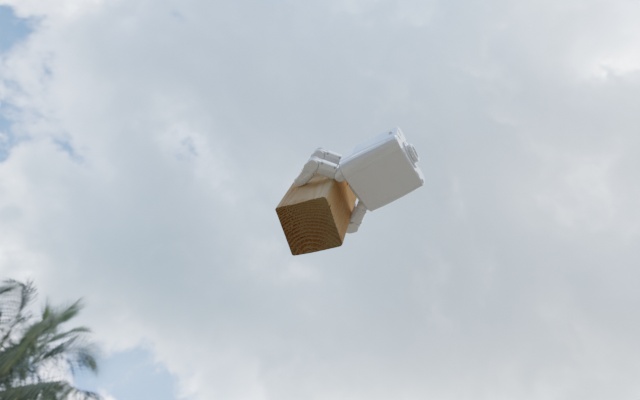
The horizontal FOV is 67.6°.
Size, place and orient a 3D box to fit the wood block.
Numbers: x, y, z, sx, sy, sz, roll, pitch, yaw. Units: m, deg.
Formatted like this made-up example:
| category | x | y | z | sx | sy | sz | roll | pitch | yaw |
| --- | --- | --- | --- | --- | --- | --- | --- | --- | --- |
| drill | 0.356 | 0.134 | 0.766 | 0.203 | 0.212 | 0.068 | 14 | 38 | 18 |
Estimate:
| category | x | y | z | sx | sy | sz | roll | pitch | yaw |
| --- | --- | --- | --- | --- | --- | --- | --- | --- | --- |
| wood block | 0.001 | 0.003 | 0.844 | 0.090 | 0.091 | 0.206 | -13 | 19 | 17 |
